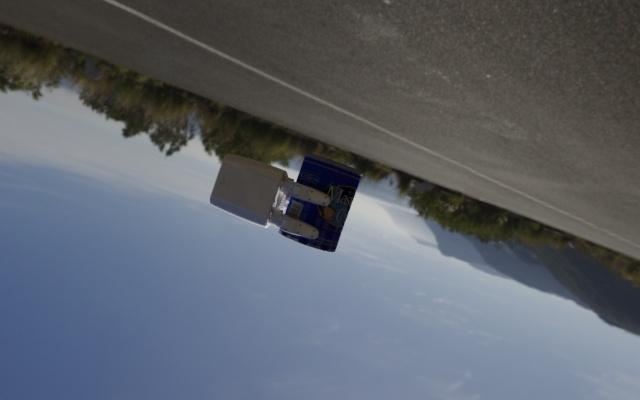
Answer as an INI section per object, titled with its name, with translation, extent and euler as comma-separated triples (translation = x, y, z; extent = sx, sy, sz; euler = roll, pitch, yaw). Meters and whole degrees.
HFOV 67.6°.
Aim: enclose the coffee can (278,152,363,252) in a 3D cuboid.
[coffee can]
translation = 0.000, 0.003, 0.797
extent = 0.103, 0.140, 0.103
euler = 20, 2, -1
